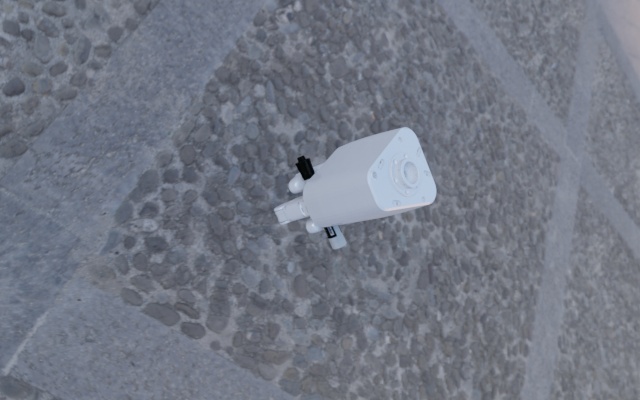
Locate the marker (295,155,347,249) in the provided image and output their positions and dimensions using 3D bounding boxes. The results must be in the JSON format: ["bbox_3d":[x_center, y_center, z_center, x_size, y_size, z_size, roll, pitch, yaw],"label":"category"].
[{"bbox_3d":[0.000,0.002,0.582,0.020,0.121,0.020,-23,9,4],"label":"marker"}]
